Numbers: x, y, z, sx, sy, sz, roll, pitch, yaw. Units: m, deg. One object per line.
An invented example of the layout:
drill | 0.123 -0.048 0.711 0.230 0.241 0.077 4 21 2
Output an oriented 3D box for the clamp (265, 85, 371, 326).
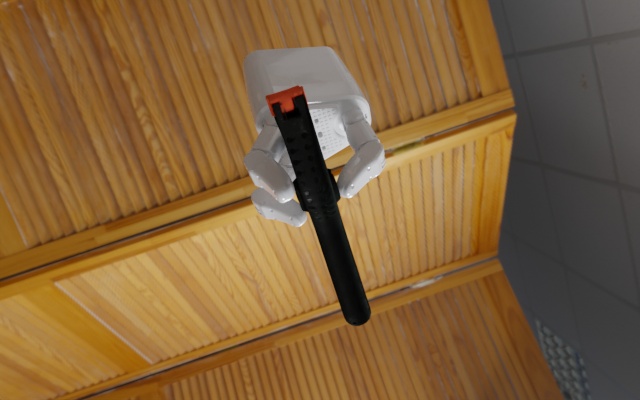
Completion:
clamp | 0.001 0.001 0.413 0.036 0.164 0.210 -19 -41 -1
